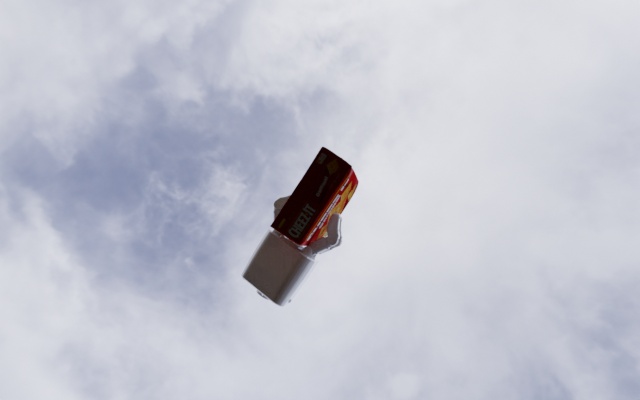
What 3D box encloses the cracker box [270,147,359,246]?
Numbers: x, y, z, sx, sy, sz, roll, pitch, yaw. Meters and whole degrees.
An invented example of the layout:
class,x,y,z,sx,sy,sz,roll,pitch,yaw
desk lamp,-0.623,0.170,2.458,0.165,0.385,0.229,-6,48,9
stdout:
class,x,y,z,sx,sy,sz,roll,pitch,yaw
cracker box,0.000,0.003,0.899,0.072,0.164,0.214,33,0,9
